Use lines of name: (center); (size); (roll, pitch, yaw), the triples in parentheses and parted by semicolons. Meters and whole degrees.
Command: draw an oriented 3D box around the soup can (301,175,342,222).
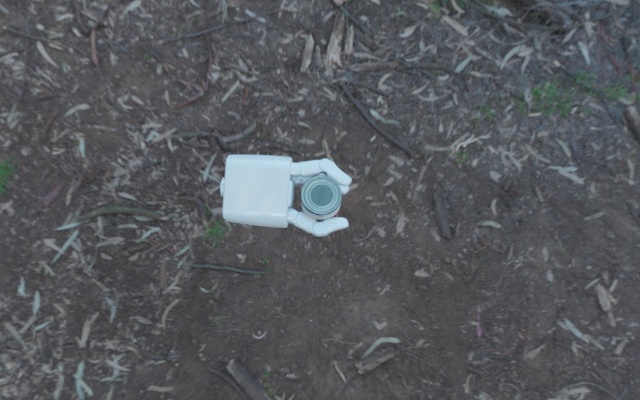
soup can: (0.001, 0.003, 0.802); (0.068, 0.068, 0.102); (0, -14, -1)
